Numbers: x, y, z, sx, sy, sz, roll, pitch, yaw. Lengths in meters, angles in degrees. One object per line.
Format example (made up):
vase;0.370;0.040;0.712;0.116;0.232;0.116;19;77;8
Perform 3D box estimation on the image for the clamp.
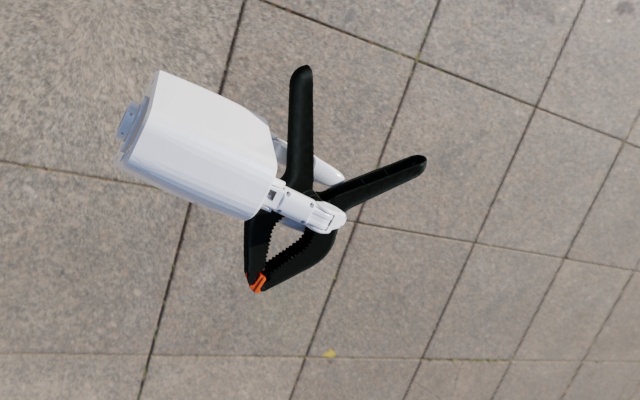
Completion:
clamp;0.000;0.002;0.461;0.164;0.210;0.036;25;9;-24
